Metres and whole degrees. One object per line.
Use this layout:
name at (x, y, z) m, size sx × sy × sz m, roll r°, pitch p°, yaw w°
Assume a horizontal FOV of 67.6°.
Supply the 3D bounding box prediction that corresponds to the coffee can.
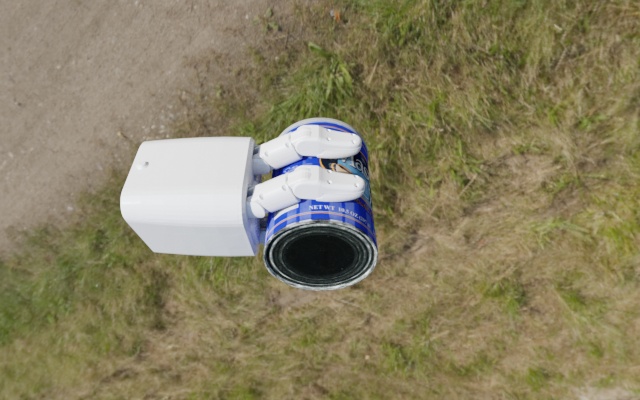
coffee can at (0.000, 0.001, 0.471) m, size 0.103 × 0.140 × 0.103 m, roll 0°, pitch -43°, yaw 0°
